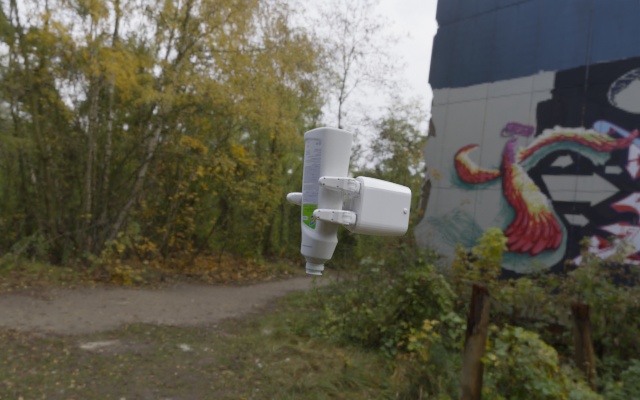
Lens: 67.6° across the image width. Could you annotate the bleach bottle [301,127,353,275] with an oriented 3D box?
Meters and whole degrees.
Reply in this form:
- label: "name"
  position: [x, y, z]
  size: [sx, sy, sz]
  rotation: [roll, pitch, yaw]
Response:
- label: "bleach bottle"
  position: [0.000, 0.003, 0.842]
  size: [0.068, 0.251, 0.102]
  rotation: [9, -3, -25]
